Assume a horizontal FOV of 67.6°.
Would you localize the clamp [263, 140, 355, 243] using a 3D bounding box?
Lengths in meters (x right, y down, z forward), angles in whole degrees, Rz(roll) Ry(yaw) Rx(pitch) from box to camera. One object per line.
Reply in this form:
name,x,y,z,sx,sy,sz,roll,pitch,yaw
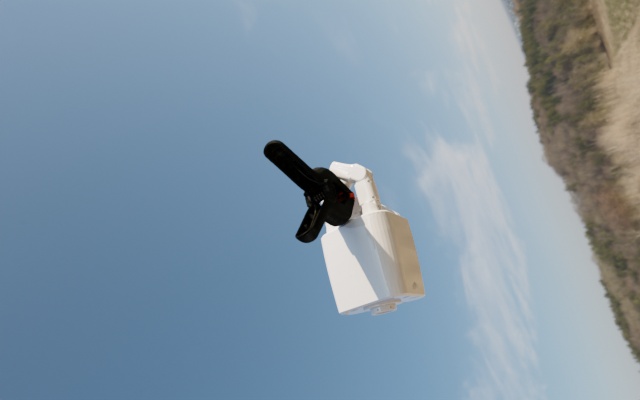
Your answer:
clamp,0.000,0.002,0.572,0.039,0.120,0.171,-23,-22,27
